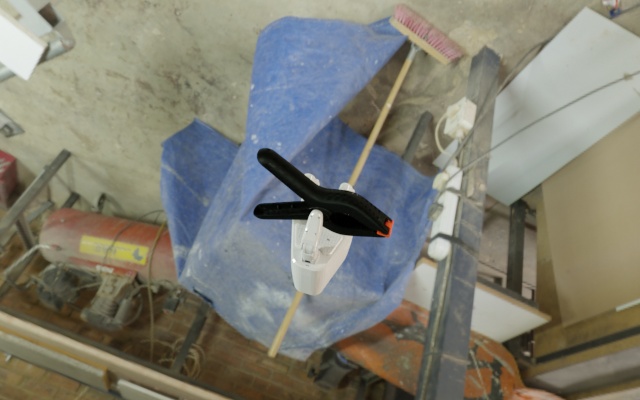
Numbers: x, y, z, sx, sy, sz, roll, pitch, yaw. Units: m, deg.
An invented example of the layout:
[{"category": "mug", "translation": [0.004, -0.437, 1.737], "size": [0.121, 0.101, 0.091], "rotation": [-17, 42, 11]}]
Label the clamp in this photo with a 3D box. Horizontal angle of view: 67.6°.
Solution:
[{"category": "clamp", "translation": [0.000, 0.003, 0.664], "size": [0.210, 0.036, 0.165], "rotation": [15, -31, 7]}]
